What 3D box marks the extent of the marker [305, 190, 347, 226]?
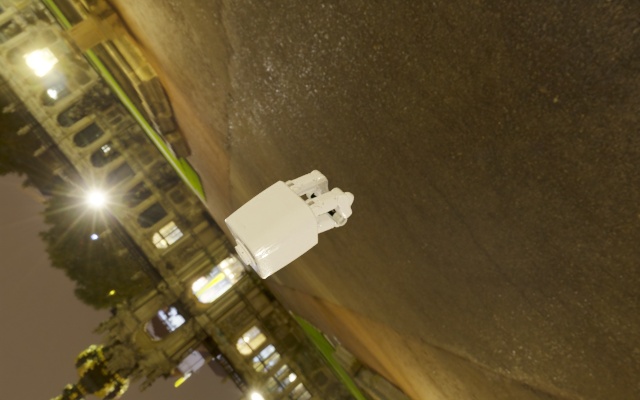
[{"bbox_3d":[0.000,0.003,0.798,0.020,0.020,0.121,0,30,-43],"label":"marker"}]
